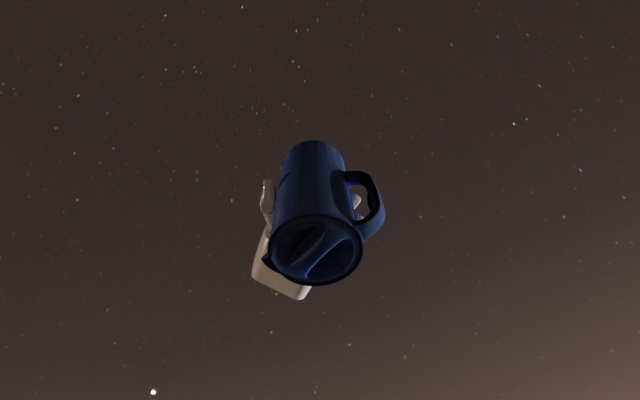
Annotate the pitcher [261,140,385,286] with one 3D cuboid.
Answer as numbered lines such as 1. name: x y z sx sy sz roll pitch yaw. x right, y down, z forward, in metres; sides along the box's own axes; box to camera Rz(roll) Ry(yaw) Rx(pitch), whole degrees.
1. pitcher: 0.000 0.003 0.748 0.149 0.145 0.242 15 34 -12
